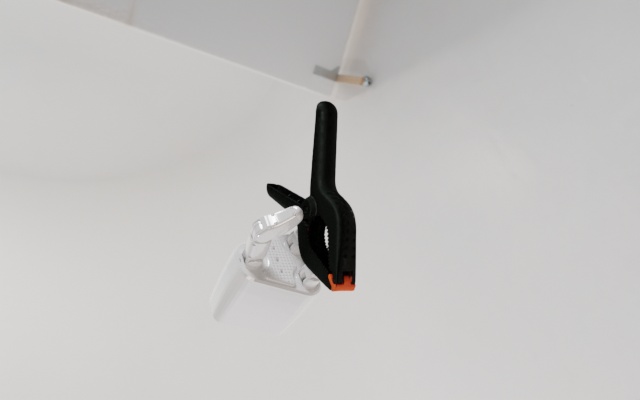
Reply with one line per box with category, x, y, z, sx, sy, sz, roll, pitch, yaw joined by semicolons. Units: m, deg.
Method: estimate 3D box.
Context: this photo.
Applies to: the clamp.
clamp;-0.001;0.002;0.541;0.036;0.209;0.165;4;-46;-31
